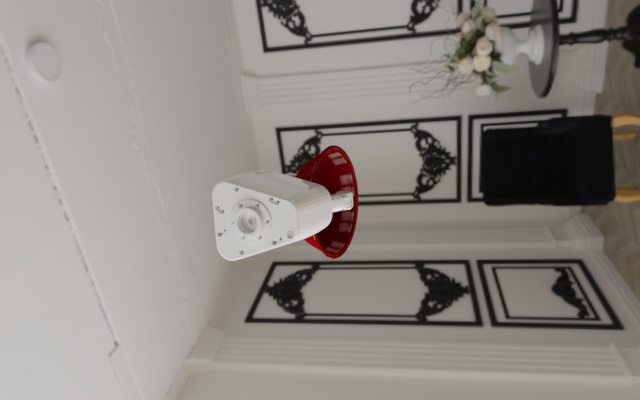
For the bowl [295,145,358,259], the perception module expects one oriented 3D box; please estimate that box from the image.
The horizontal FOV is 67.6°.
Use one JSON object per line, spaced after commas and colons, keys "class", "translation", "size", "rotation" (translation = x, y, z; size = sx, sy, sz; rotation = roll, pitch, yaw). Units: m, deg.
{"class": "bowl", "translation": [0.000, 0.002, 0.693], "size": [0.055, 0.162, 0.162], "rotation": [0, 0, 28]}
